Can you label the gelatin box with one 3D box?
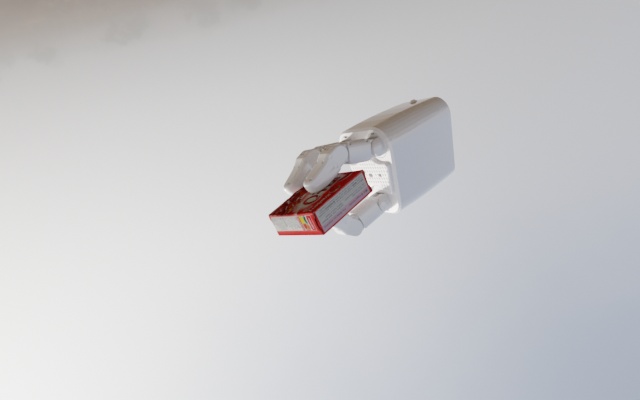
[{"bbox_3d":[0.000,0.002,0.507,0.073,0.030,0.089,-4,29,48],"label":"gelatin box"}]
